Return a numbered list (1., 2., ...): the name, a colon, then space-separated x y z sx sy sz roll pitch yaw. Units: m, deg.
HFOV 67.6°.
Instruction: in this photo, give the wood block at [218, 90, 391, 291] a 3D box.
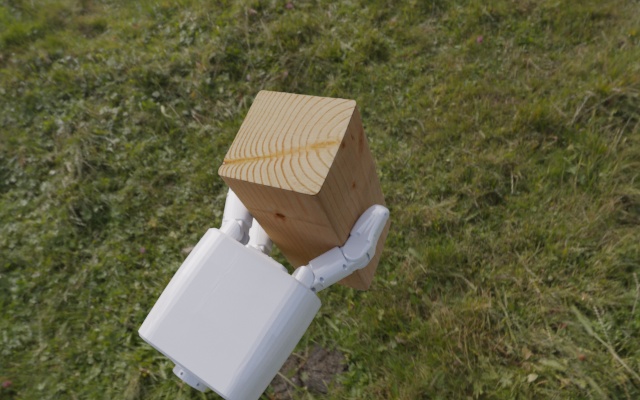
1. wood block: 0.000 0.002 0.456 0.091 0.090 0.206 12 -25 23
